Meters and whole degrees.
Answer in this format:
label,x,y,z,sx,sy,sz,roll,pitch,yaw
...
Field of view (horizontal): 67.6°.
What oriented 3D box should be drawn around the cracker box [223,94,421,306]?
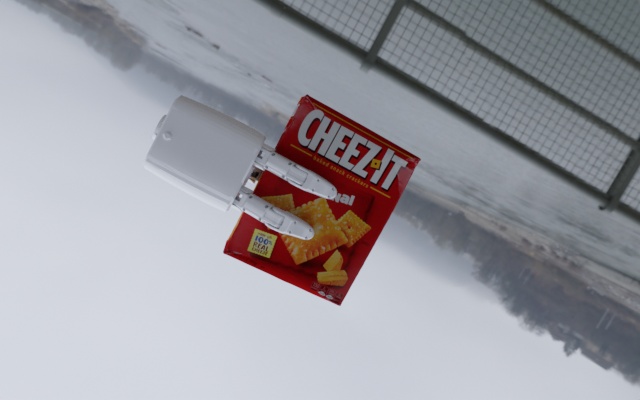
label,x,y,z,sx,sy,sz,roll,pitch,yaw
cracker box,0.000,0.002,0.597,0.164,0.214,0.072,27,5,-10
